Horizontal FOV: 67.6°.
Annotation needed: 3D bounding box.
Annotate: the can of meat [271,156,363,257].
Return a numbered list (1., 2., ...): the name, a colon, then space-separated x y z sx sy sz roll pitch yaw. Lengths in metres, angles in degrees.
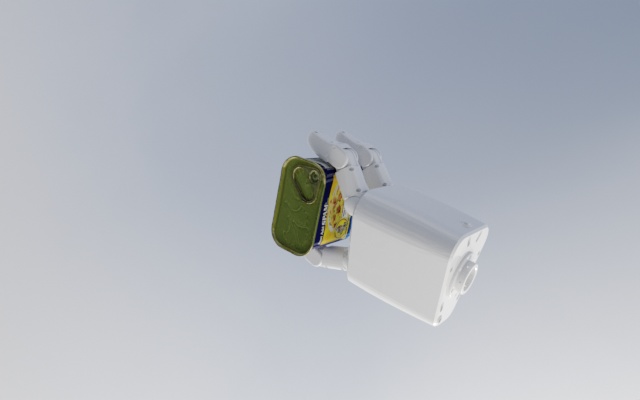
1. can of meat: 0.000 0.002 0.523 0.057 0.102 0.084 22 20 33
